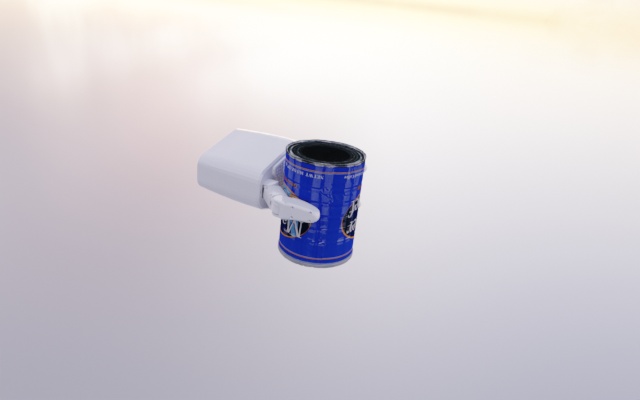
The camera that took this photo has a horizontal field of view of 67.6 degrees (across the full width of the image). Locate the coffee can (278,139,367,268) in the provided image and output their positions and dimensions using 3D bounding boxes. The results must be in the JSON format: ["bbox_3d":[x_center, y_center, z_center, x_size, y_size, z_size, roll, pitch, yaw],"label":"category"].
[{"bbox_3d":[0.000,0.002,0.622,0.103,0.140,0.102,5,23,-2],"label":"coffee can"}]
